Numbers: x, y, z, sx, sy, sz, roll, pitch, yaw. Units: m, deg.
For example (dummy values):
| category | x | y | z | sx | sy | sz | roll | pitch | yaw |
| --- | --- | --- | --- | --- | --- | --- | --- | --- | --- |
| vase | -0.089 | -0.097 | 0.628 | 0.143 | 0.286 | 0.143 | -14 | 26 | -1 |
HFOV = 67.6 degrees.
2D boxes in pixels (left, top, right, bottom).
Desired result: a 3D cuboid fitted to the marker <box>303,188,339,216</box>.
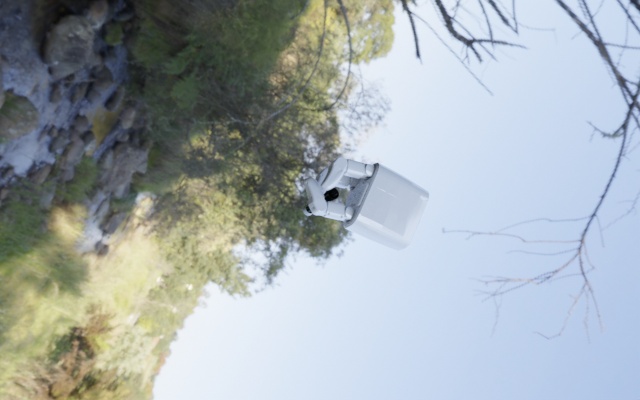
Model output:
| category | x | y | z | sx | sy | sz | roll | pitch | yaw |
| --- | --- | --- | --- | --- | --- | --- | --- | --- | --- |
| marker | 0.000 | 0.003 | 0.780 | 0.020 | 0.020 | 0.121 | 0 | -15 | -22 |
